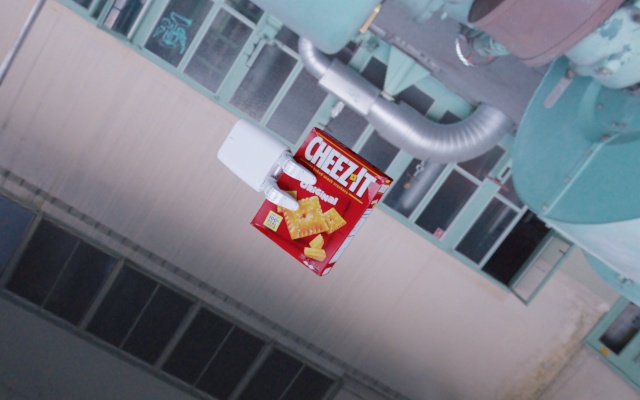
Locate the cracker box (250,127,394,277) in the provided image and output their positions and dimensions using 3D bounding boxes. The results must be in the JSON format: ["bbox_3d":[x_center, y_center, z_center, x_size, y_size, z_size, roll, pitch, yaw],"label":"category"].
[{"bbox_3d":[0.000,0.003,0.855,0.164,0.214,0.072,37,10,14],"label":"cracker box"}]
